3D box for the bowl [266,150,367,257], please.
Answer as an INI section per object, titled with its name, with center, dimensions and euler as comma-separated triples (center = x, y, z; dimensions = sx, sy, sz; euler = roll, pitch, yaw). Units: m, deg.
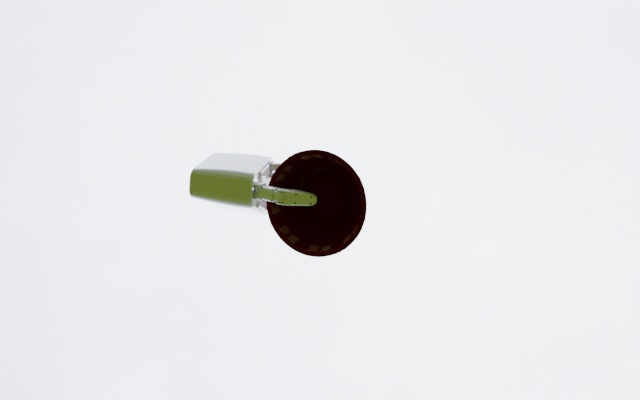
[bowl]
center = 0.001, 0.003, 0.734
dimensions = 0.162, 0.162, 0.055
euler = 0, 6, 22
